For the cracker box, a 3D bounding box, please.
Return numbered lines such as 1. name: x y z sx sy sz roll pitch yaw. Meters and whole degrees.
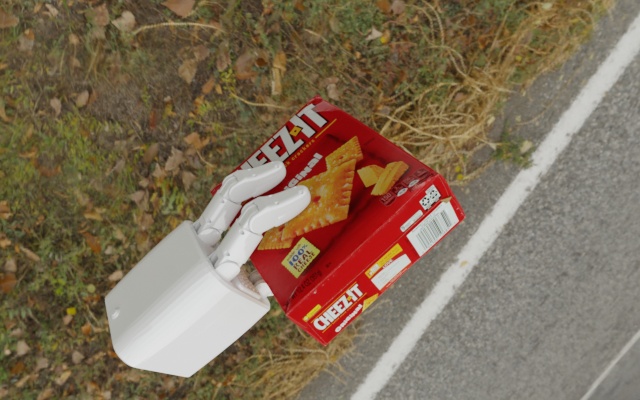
1. cracker box: 0.000 0.002 0.458 0.072 0.164 0.213 50 -3 -41
